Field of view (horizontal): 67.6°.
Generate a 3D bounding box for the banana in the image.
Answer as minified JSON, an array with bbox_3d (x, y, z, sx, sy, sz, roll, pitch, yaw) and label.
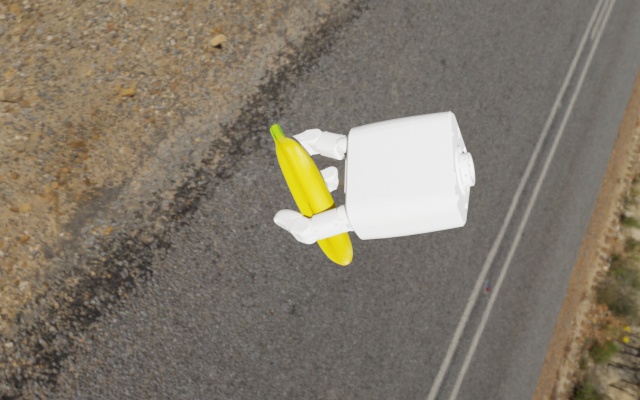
[{"bbox_3d":[-0.001,0.007,0.536,0.037,0.198,0.069,-22,24,8],"label":"banana"}]
